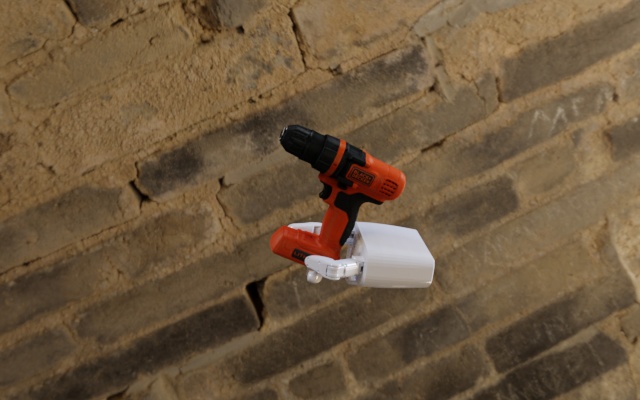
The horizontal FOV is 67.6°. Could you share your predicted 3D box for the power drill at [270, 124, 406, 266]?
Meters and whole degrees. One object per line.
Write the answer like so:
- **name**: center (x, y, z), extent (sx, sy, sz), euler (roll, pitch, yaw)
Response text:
- **power drill**: center (0.000, 0.003, 0.669), extent (0.184, 0.188, 0.057), euler (24, 25, -12)
